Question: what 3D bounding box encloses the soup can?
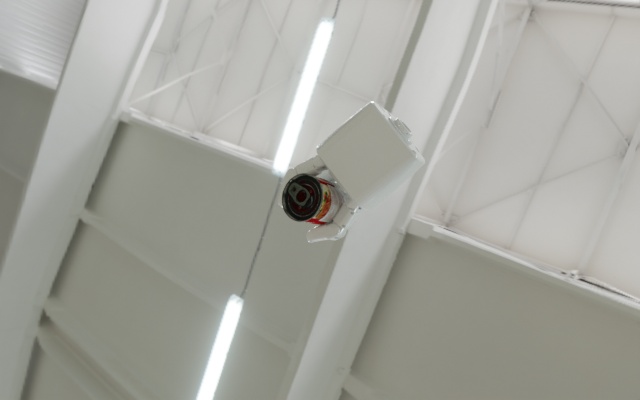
[{"bbox_3d":[0.000,0.003,0.700,0.068,0.068,0.102,0,-8,32],"label":"soup can"}]
